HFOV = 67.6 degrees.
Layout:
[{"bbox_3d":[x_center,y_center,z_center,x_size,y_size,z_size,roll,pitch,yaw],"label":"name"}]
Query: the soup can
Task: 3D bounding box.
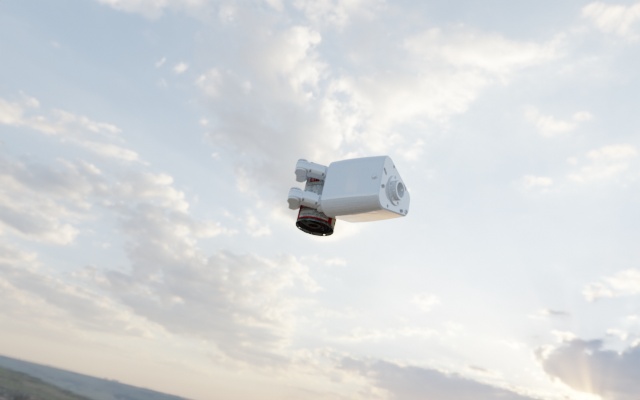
[{"bbox_3d":[0.000,0.003,0.830,0.068,0.102,0.068,11,-25,5],"label":"soup can"}]
